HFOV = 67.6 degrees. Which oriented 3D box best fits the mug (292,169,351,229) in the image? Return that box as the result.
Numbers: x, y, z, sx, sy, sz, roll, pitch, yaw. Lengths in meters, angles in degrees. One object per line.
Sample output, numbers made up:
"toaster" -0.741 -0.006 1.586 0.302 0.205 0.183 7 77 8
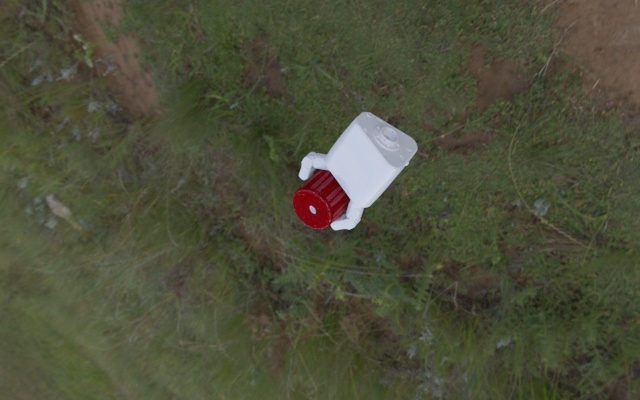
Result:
"mug" -0.001 0.004 0.837 0.081 0.093 0.117 -43 -7 -43
